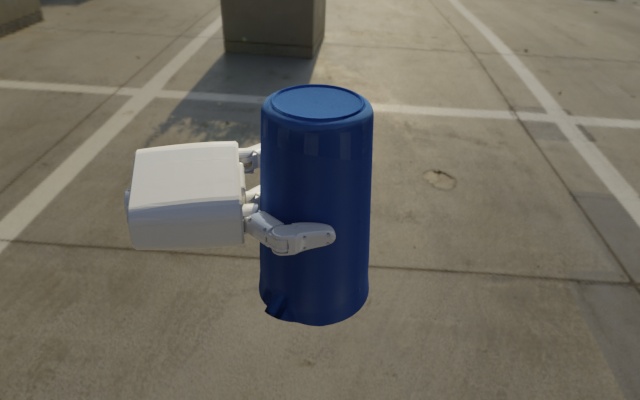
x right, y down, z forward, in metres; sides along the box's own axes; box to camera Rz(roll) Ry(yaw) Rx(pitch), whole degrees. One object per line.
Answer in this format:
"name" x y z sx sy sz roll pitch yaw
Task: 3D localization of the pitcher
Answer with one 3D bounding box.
"pitcher" 0.000 0.002 0.523 0.145 0.243 0.149 -4 34 -9
